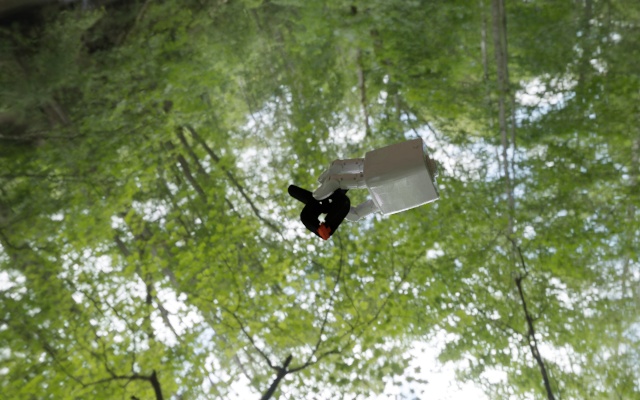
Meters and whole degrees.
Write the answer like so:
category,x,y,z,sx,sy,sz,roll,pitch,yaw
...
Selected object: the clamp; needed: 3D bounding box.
category,x,y,z,sx,sy,sz,roll,pitch,yaw
clamp,0.001,0.004,0.877,0.164,0.036,0.209,-17,30,20
